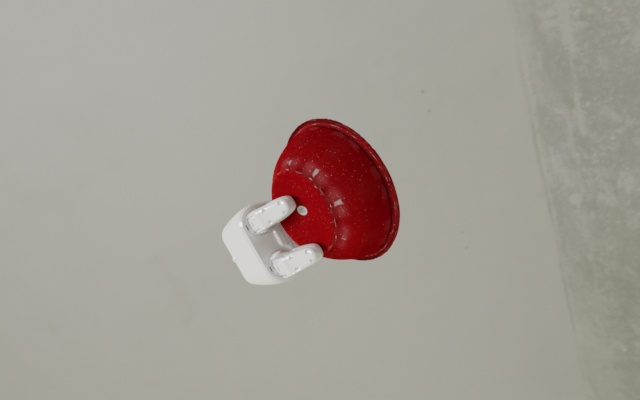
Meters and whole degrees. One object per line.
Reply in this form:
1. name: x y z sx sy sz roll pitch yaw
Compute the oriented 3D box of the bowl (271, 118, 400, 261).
1. bowl: 0.000 0.001 0.487 0.055 0.162 0.162 -30 19 -37
